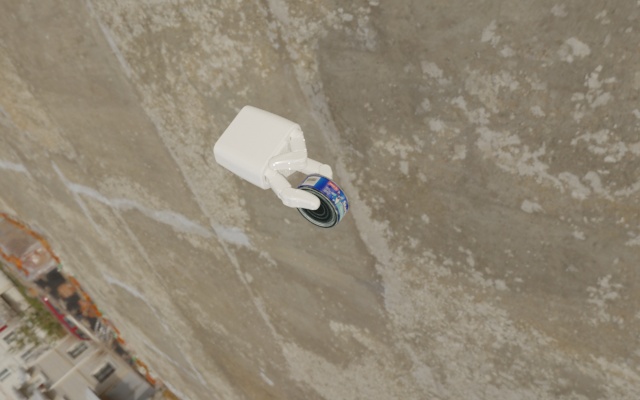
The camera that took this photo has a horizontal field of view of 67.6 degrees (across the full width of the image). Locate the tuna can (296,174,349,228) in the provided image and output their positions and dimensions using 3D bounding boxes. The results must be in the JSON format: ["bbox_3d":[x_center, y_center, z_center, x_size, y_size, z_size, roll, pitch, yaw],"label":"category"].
[{"bbox_3d":[0.000,0.003,0.749,0.086,0.086,0.033,0,39,42],"label":"tuna can"}]
